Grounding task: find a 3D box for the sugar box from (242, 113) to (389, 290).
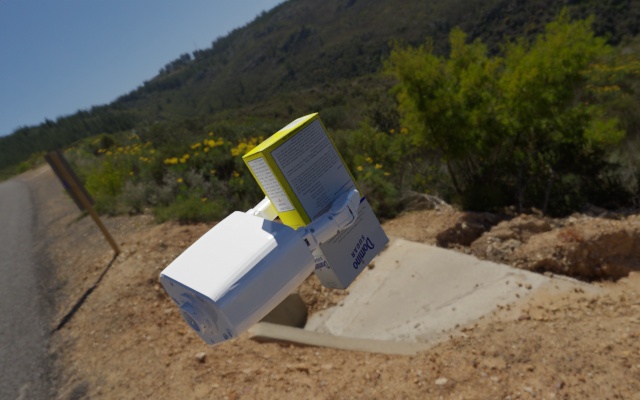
[{"bbox_3d":[0.000,0.002,0.529,0.048,0.176,0.093,-7,27,50],"label":"sugar box"}]
